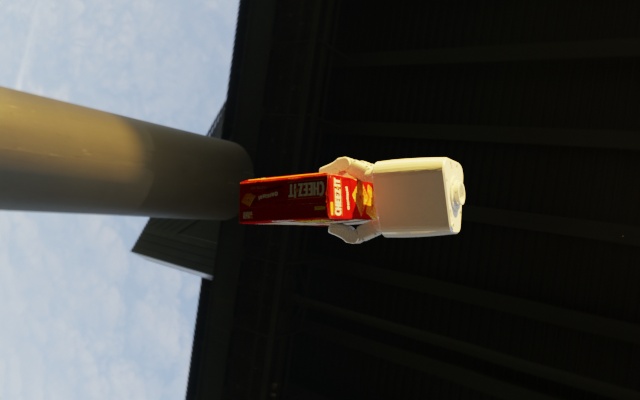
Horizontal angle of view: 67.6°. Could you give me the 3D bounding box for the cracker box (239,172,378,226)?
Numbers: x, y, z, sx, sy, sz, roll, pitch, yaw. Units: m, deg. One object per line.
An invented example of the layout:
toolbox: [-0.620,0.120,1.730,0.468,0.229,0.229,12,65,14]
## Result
cracker box: [0.000,0.003,0.768,0.164,0.072,0.214,-5,-6,32]
